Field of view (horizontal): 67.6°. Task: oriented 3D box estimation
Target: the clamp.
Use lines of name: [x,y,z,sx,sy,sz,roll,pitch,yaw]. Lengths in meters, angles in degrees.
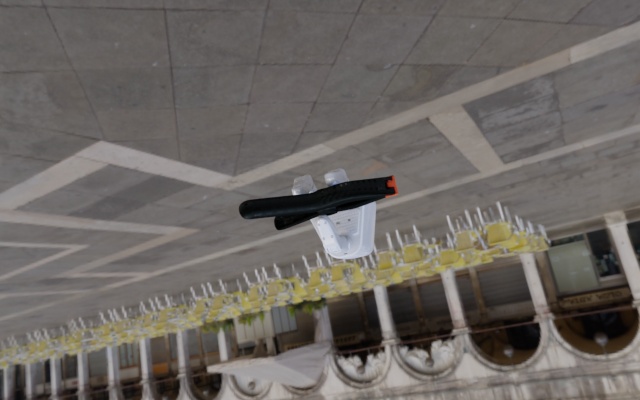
clamp: [0.001,0.003,0.664,0.210,0.036,0.164,-15,-11,16]
